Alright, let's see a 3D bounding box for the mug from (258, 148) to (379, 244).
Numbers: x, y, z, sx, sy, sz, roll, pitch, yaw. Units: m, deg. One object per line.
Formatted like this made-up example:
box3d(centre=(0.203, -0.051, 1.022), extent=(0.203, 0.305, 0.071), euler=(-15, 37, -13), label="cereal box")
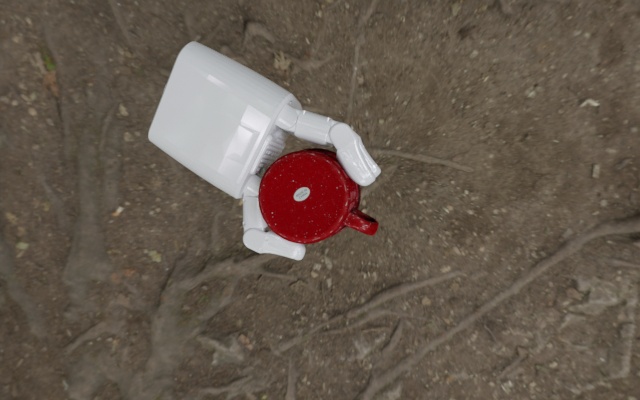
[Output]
box3d(centre=(0.001, 0.002, 0.445), extent=(0.117, 0.093, 0.081), euler=(30, 6, 5), label="mug")
